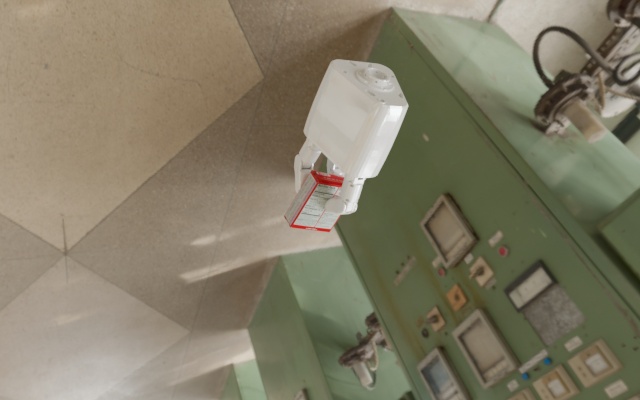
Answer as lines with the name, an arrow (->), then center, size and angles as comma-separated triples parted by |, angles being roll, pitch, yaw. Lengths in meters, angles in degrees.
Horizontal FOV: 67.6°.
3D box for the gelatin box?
gelatin box -> 0.000, 0.003, 0.691 | 0.073, 0.089, 0.030 | 9, 34, -37
